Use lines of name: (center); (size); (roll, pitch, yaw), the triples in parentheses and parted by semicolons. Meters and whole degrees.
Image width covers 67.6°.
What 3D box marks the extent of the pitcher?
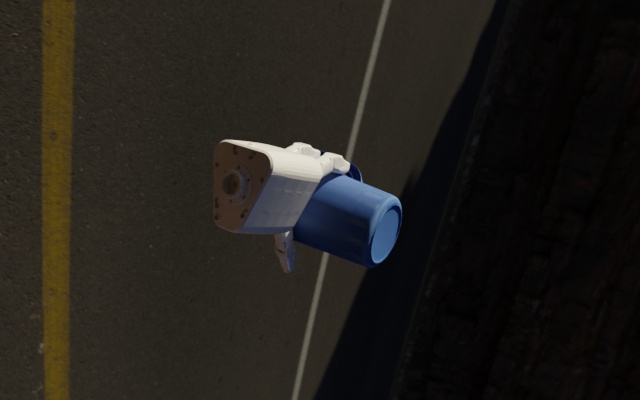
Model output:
pitcher: (0.000, 0.002, 0.728); (0.243, 0.149, 0.145); (21, 7, 29)
